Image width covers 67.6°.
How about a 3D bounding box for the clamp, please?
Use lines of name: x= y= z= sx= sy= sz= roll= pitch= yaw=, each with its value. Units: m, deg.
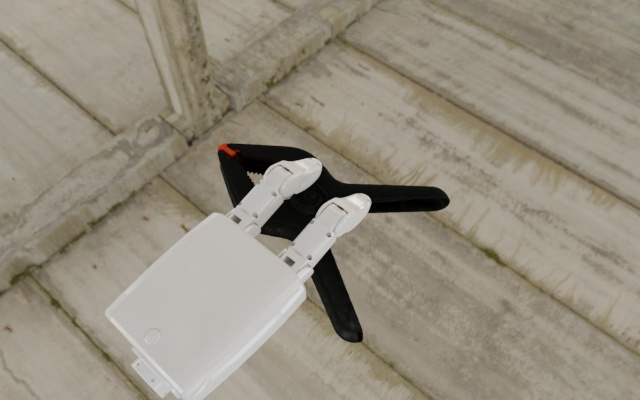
clamp: x=-0.001 y=0.002 z=0.426 sx=0.210 sy=0.164 sz=0.036 roll=36 pitch=-30 yaw=20
